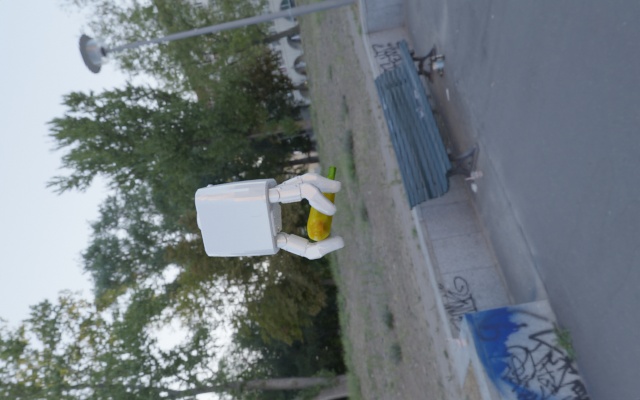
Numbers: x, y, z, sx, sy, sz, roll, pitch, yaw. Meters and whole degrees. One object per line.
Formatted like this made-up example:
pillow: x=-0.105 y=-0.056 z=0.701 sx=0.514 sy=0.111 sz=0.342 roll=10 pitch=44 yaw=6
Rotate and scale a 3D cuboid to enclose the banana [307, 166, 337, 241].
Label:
banana: x=0.001 y=0.017 z=0.751 sx=0.037 sy=0.070 sz=0.197 roll=3 pitch=30 yaw=5
